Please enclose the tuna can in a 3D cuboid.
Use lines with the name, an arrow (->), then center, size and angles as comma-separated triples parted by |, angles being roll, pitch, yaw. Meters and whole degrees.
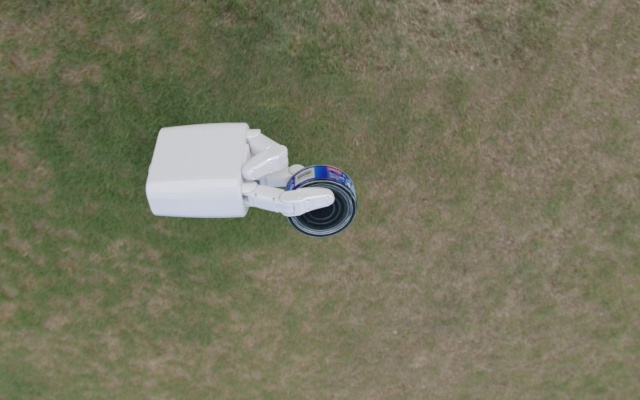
tuna can -> 0.000, 0.002, 0.565 | 0.086, 0.086, 0.033 | 0, 35, -3
